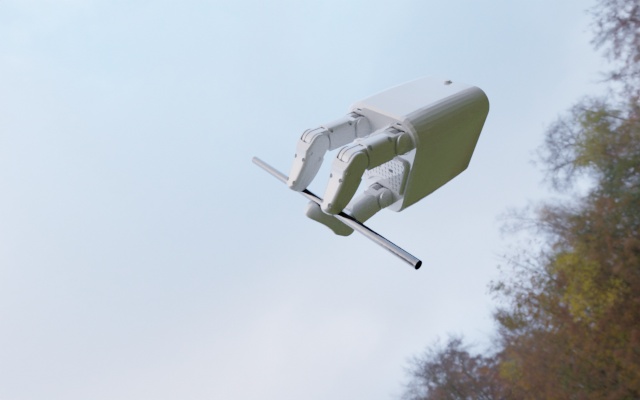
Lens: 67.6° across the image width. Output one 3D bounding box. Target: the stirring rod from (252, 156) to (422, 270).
[{"bbox_3d":[0.000,0.001,0.432,0.011,0.011,0.239,0,22,-40],"label":"stirring rod"}]
